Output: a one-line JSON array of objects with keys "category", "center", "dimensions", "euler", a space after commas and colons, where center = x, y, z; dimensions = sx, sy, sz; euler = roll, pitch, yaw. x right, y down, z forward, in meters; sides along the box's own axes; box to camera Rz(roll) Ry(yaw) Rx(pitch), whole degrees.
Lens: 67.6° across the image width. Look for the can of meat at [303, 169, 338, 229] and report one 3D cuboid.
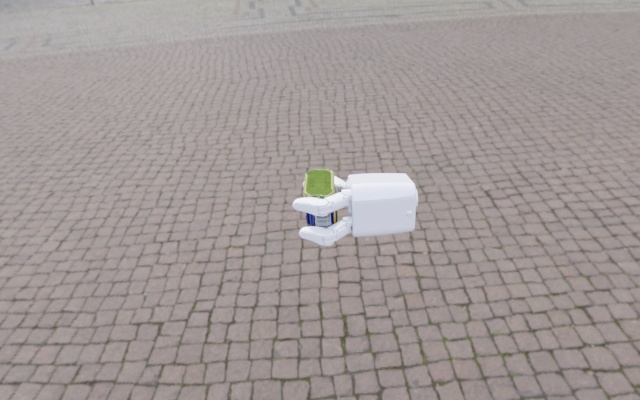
[{"category": "can of meat", "center": [0.000, 0.002, 0.836], "dimensions": [0.057, 0.084, 0.102], "euler": [-2, 31, 2]}]
